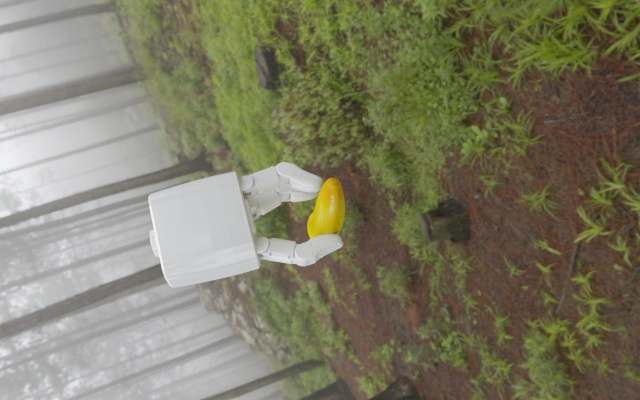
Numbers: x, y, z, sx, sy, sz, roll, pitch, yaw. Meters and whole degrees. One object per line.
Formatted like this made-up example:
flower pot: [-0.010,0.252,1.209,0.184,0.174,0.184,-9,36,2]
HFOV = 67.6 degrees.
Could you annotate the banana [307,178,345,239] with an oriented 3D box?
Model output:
banana: [0.003,0.021,0.605,0.037,0.069,0.198,-10,-5,-8]
